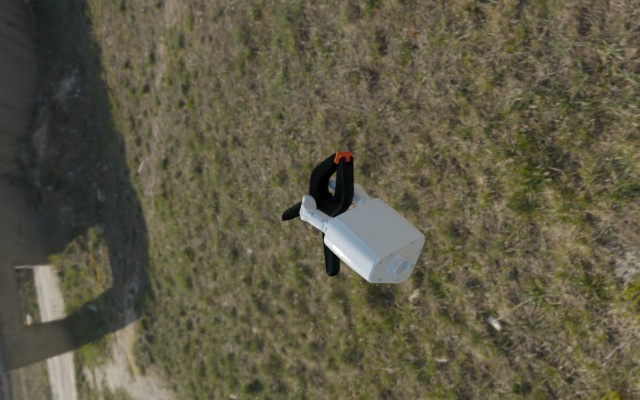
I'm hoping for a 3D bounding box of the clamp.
[{"bbox_3d":[0.000,0.002,0.814,0.036,0.210,0.164,-11,37,-40],"label":"clamp"}]
